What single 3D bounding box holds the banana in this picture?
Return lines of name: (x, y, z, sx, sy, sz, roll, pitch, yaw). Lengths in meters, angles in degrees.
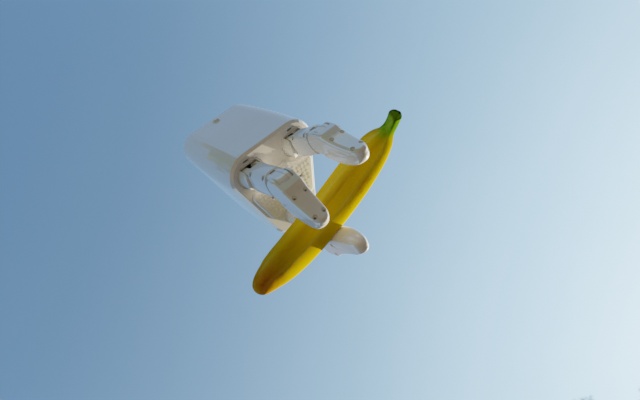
banana: (0.007, 0.003, 0.437, 0.037, 0.198, 0.070, 35, -4, 20)
